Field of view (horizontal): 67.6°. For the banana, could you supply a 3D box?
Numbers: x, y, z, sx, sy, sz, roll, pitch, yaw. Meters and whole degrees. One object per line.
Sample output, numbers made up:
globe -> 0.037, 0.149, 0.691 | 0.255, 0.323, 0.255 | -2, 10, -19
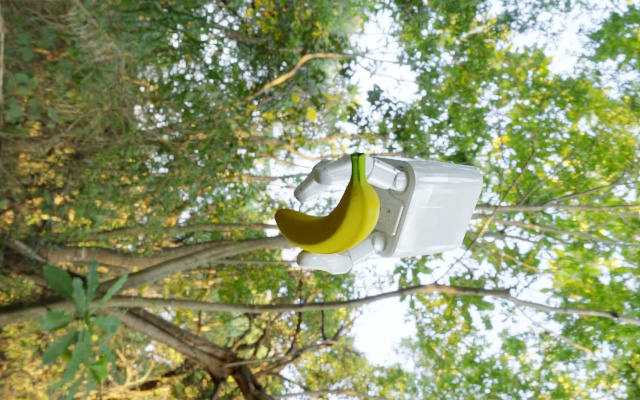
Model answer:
banana -> 0.005, 0.019, 0.458 | 0.037, 0.069, 0.198 | -4, -14, -28
